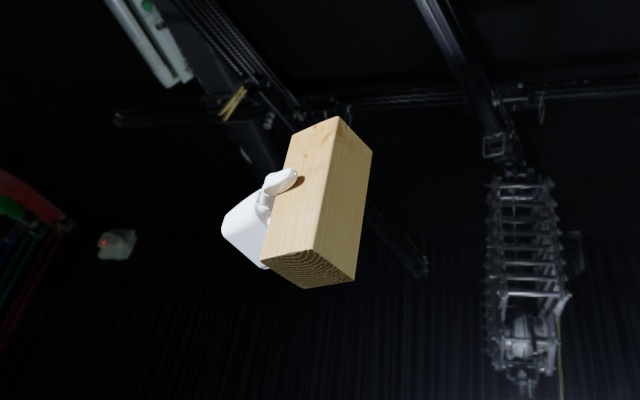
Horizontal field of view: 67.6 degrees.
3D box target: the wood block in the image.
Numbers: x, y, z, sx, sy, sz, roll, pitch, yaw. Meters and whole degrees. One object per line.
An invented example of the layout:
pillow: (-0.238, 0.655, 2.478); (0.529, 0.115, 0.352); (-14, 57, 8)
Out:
wood block: (0.000, 0.002, 0.646); (0.090, 0.206, 0.091); (-17, -41, 37)
